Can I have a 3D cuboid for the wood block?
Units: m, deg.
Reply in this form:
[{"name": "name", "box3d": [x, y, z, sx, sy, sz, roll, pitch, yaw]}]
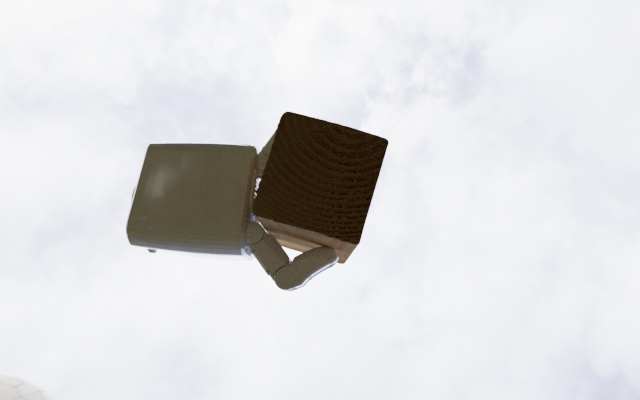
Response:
[{"name": "wood block", "box3d": [0.000, 0.001, 0.470, 0.090, 0.091, 0.206, 16, -11, 3]}]
